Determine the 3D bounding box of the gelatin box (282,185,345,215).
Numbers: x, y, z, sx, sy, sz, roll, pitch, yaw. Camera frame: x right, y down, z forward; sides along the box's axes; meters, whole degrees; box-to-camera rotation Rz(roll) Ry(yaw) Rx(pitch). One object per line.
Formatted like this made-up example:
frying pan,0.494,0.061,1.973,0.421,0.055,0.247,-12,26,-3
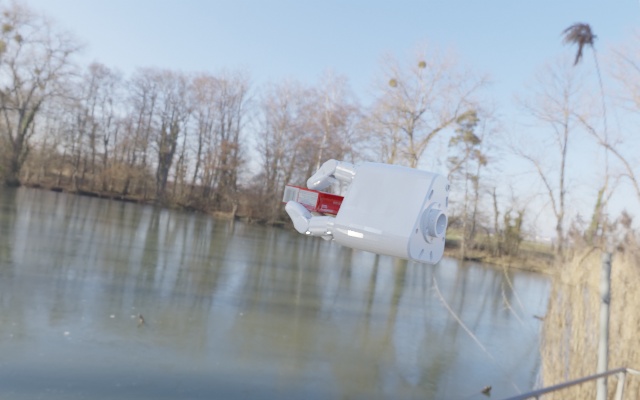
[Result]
gelatin box,0.000,0.002,0.681,0.073,0.030,0.089,11,1,-37
